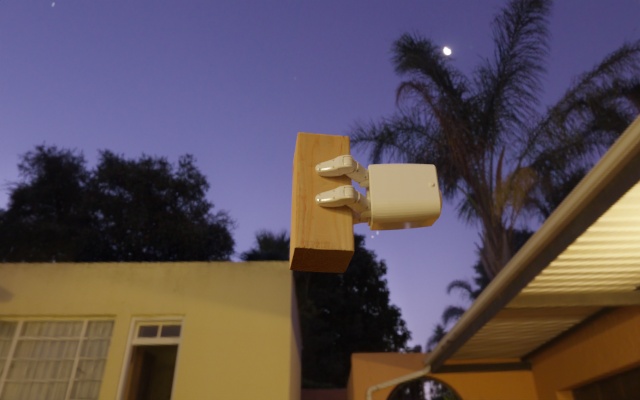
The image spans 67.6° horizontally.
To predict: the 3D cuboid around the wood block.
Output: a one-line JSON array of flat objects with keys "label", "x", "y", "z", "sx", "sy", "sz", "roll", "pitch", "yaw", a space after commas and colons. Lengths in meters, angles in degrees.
[{"label": "wood block", "x": 0.000, "y": 0.003, "z": 0.768, "sx": 0.090, "sy": 0.206, "sz": 0.091, "roll": 4, "pitch": -31, "yaw": -6}]
